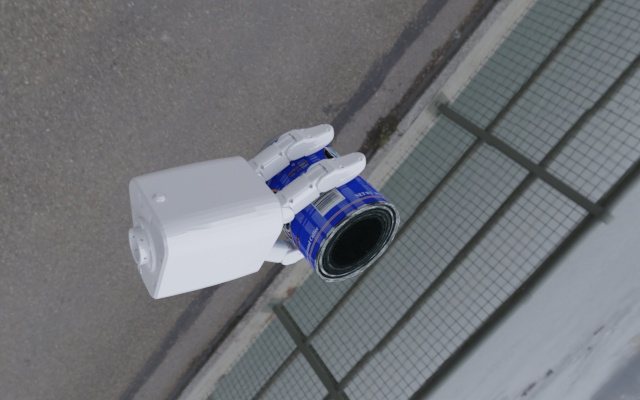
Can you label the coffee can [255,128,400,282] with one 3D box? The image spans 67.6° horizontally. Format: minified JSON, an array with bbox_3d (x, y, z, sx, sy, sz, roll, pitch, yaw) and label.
[{"bbox_3d":[0.000,0.002,0.511,0.103,0.103,0.140,0,36,-43],"label":"coffee can"}]
